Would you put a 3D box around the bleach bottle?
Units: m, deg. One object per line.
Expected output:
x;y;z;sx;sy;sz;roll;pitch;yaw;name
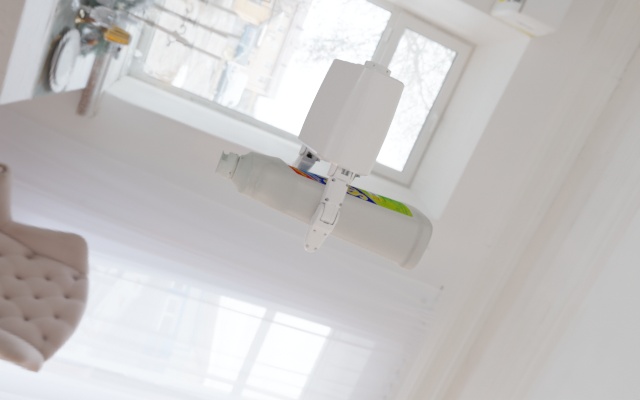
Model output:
0.000;0.002;0.562;0.251;0.068;0.102;21;13;-13;bleach bottle
